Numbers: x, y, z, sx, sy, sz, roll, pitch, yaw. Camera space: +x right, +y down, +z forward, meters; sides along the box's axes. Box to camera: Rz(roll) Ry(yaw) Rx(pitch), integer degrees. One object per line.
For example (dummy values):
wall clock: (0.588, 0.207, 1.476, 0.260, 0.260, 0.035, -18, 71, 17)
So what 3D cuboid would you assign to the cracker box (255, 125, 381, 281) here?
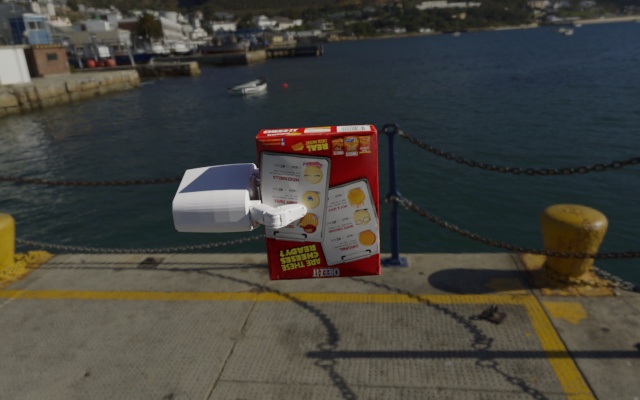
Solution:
cracker box: (0.000, 0.002, 0.689, 0.164, 0.214, 0.072, -3, 19, 2)
